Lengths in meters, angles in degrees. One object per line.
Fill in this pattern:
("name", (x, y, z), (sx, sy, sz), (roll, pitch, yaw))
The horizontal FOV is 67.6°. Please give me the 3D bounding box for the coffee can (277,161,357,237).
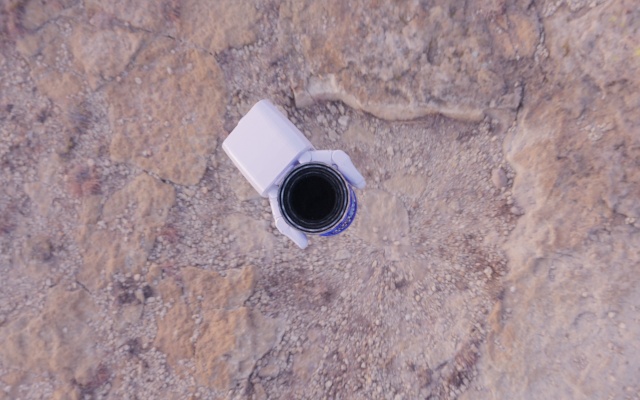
("coffee can", (0.000, 0.003, 0.720), (0.103, 0.103, 0.140), (0, -5, 8))
